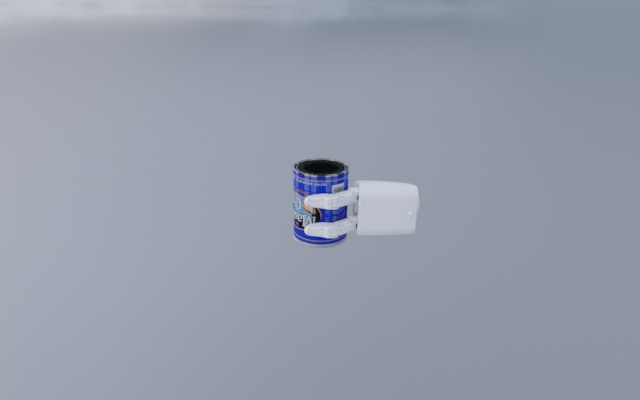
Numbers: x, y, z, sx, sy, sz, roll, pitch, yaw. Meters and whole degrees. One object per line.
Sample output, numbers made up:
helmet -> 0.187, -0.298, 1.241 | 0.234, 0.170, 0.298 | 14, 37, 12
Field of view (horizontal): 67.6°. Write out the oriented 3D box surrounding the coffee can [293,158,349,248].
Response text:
coffee can -> 0.000, 0.003, 0.887 | 0.103, 0.140, 0.102 | 1, 22, 0
